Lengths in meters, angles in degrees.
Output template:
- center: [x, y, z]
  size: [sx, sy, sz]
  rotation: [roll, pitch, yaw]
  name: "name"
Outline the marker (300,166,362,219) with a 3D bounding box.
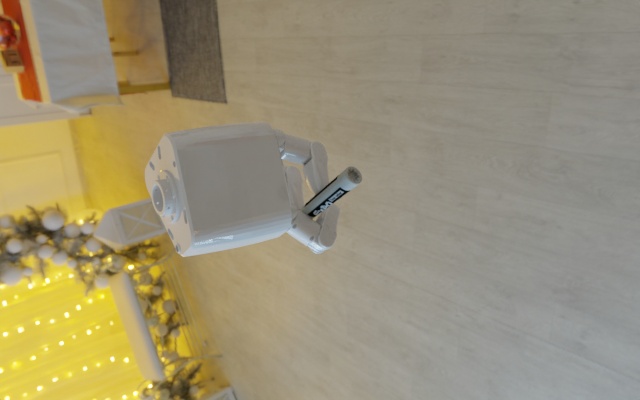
- center: [0.000, 0.002, 0.486]
  size: [0.020, 0.020, 0.121]
  rotation: [0, -25, -34]
  name: "marker"
